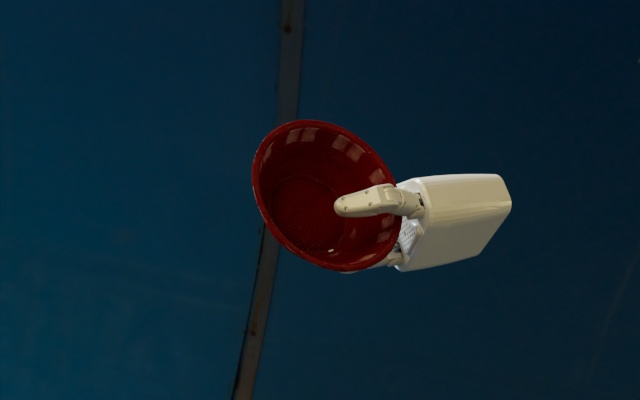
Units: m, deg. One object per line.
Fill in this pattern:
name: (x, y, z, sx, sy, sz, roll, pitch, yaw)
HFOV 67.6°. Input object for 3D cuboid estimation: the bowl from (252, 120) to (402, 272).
bowl: (-0.001, 0.001, 0.476, 0.162, 0.162, 0.055, 0, -26, -30)
